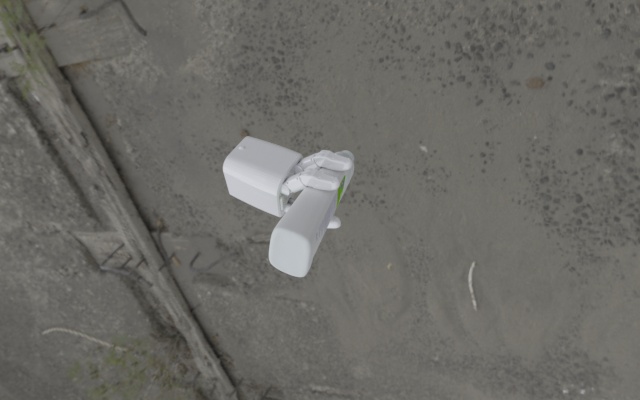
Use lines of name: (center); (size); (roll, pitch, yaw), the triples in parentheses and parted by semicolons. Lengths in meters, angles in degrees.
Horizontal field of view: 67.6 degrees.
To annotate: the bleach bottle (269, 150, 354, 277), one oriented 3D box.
bleach bottle: (0.000, 0.003, 0.794); (0.068, 0.103, 0.250); (22, 45, 10)
